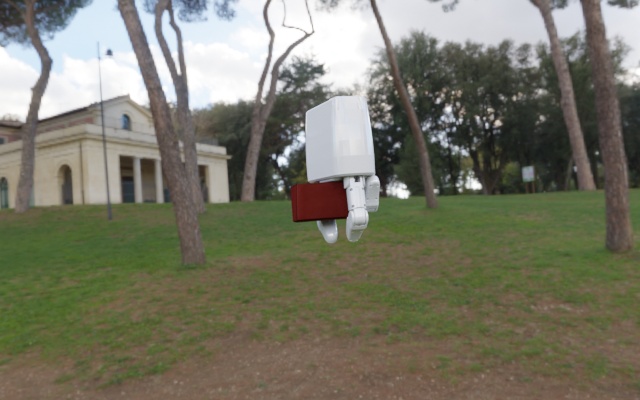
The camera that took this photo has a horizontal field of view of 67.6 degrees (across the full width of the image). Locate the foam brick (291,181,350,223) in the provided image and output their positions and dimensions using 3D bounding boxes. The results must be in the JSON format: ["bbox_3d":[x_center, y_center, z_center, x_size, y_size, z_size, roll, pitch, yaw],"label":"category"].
[{"bbox_3d":[0.000,0.002,0.660,0.078,0.051,0.053,-4,-1,-12],"label":"foam brick"}]
